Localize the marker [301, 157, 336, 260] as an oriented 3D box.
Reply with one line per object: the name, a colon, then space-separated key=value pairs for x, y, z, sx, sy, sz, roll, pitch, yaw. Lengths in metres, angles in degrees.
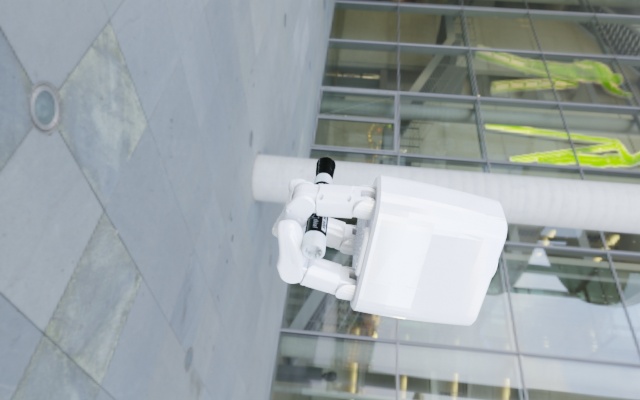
marker: x=0.000 y=0.001 z=0.416 sx=0.020 sy=0.020 sz=0.121 roll=0 pitch=40 yaw=7
